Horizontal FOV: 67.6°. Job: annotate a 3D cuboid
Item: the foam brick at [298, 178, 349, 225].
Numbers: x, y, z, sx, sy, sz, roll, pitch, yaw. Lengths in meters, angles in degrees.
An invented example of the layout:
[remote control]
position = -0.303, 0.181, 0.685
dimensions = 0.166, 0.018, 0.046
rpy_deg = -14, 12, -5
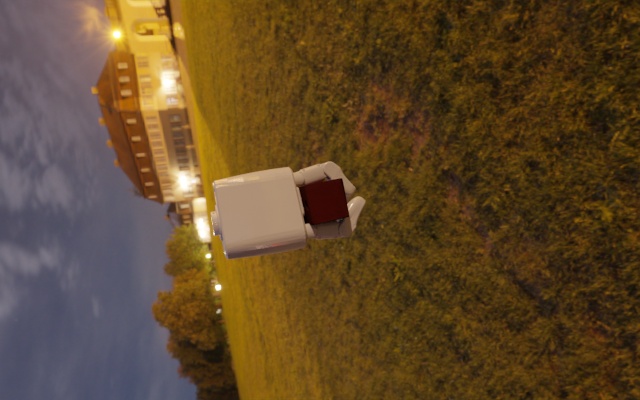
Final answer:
[foam brick]
position = 0.000, 0.002, 0.643
dimensions = 0.051, 0.053, 0.078
rpy_deg = -12, 1, -14
